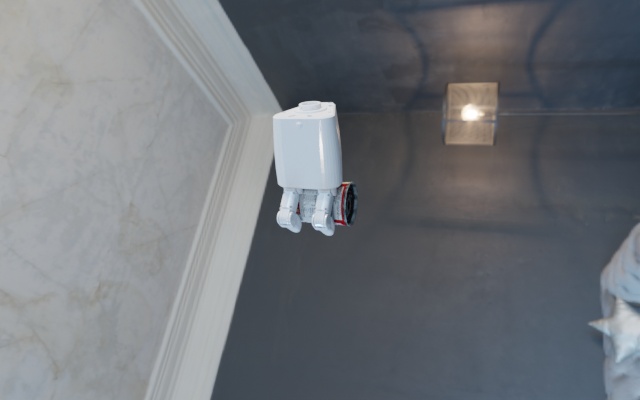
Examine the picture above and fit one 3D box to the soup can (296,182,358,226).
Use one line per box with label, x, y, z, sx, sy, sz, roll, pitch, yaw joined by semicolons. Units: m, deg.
soup can;0.000;0.003;0.744;0.102;0.068;0.068;4;1;19
